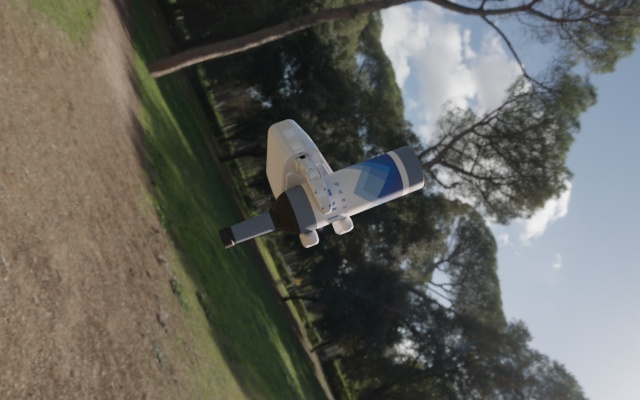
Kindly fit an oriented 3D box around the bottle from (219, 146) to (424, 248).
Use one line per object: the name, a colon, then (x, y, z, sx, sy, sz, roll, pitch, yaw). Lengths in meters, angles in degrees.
bottle: (0.000, 0.002, 0.679, 0.295, 0.069, 0.069, -21, 3, -9)
